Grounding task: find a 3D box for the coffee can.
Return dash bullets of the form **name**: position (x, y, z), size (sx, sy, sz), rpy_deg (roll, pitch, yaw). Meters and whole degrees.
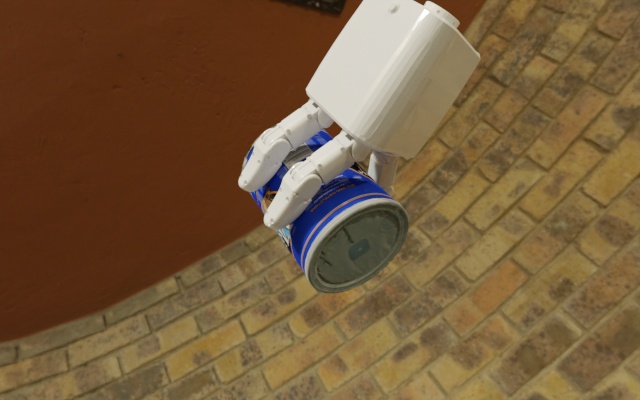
- **coffee can**: position (0.000, 0.002, 0.450), size (0.103, 0.103, 0.140), rpy_deg (0, 36, -38)
